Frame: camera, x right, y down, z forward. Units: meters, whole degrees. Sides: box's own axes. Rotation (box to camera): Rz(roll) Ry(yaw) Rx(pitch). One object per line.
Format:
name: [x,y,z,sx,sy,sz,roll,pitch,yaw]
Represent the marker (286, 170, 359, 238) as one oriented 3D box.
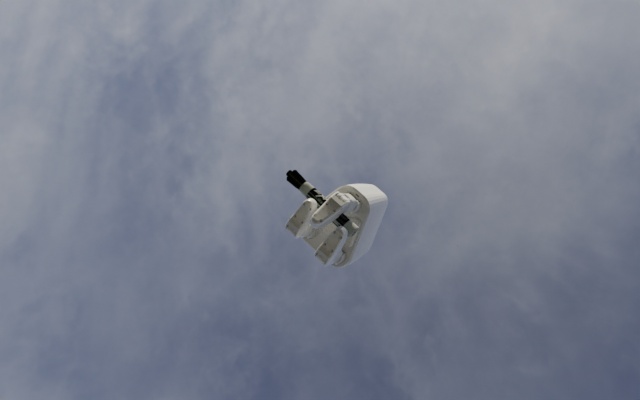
marker: [0.000,0.002,0.620,0.121,0.020,0.020,42,13,15]
